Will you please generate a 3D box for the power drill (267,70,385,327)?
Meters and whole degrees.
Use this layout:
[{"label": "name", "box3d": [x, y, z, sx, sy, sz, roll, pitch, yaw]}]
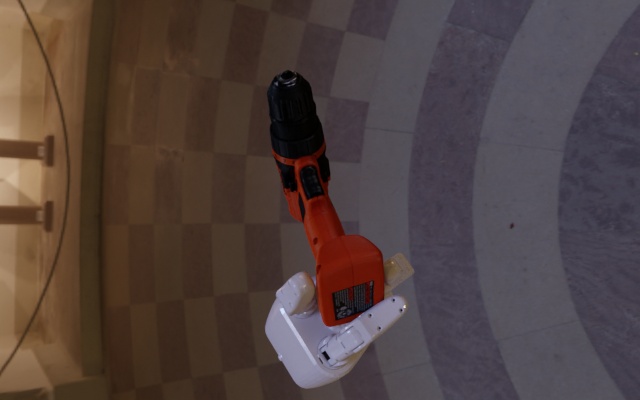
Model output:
[{"label": "power drill", "box3d": [0.000, 0.002, 0.430, 0.057, 0.187, 0.185, -16, -40, -5]}]
